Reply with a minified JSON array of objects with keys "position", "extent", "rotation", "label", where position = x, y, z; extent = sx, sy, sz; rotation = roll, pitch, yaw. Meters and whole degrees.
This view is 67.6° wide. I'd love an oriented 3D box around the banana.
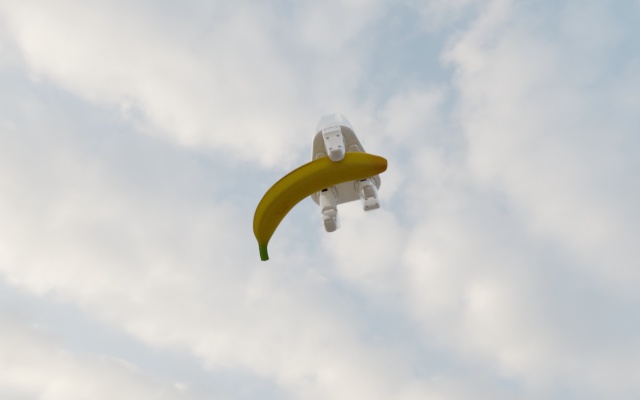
[{"position":[-0.014,-0.010,0.581],"extent":[0.198,0.070,0.037],"rotation":[-37,15,10],"label":"banana"}]
